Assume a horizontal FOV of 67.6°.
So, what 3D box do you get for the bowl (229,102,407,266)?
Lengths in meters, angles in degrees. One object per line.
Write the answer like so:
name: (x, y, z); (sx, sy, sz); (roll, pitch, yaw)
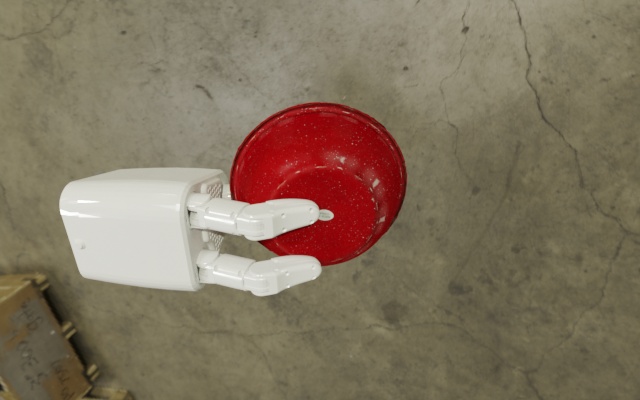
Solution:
bowl: (0.001, 0.001, 0.412); (0.162, 0.162, 0.055); (0, 28, -4)
